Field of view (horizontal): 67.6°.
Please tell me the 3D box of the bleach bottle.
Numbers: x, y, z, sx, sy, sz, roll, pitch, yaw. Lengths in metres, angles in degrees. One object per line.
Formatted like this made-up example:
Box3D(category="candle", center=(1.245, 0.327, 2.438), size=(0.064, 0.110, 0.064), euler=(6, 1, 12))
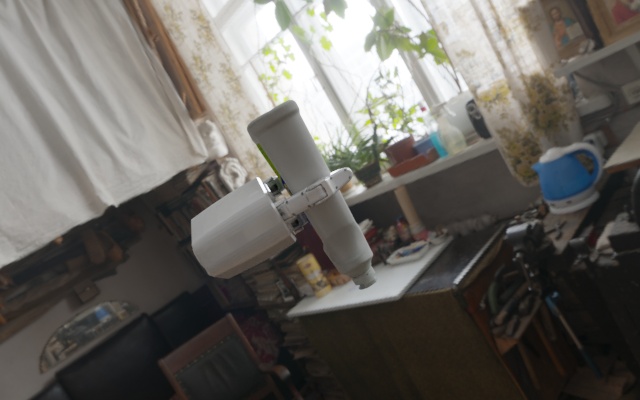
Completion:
Box3D(category="bleach bottle", center=(0.000, 0.002, 0.601), size=(0.068, 0.251, 0.102), euler=(-31, 6, -4))
